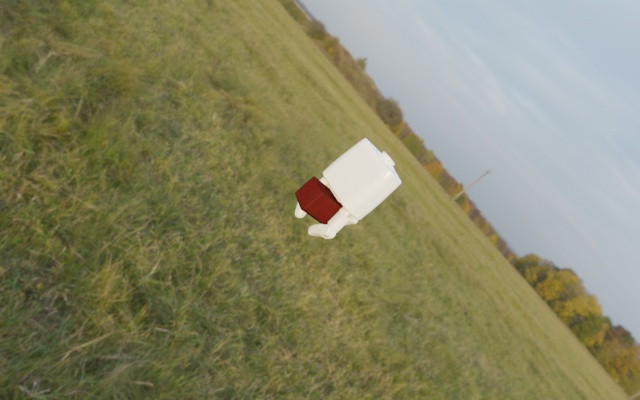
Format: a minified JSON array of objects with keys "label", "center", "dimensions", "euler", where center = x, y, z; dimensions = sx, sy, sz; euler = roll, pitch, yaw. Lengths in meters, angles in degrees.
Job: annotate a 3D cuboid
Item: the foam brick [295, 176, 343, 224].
[{"label":"foam brick","center":[0.000,0.003,0.888],"dimensions":[0.078,0.051,0.053],"euler":[37,18,-39]}]
